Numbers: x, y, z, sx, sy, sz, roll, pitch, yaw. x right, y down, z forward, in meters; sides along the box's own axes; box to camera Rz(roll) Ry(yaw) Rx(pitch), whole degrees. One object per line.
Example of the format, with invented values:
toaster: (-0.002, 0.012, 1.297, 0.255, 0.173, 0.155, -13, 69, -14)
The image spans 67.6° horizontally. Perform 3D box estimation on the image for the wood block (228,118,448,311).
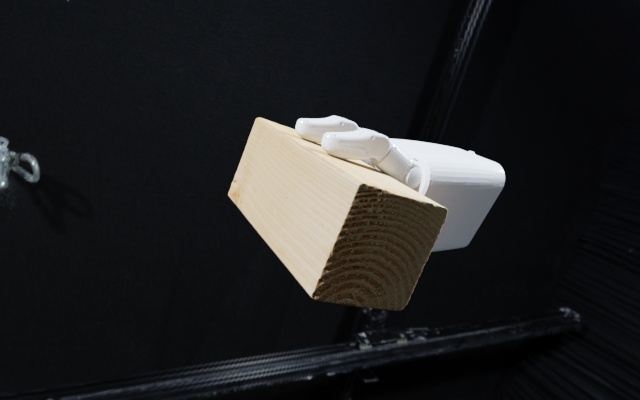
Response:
wood block: (0.000, 0.002, 0.426, 0.090, 0.091, 0.206, 15, 13, -32)
